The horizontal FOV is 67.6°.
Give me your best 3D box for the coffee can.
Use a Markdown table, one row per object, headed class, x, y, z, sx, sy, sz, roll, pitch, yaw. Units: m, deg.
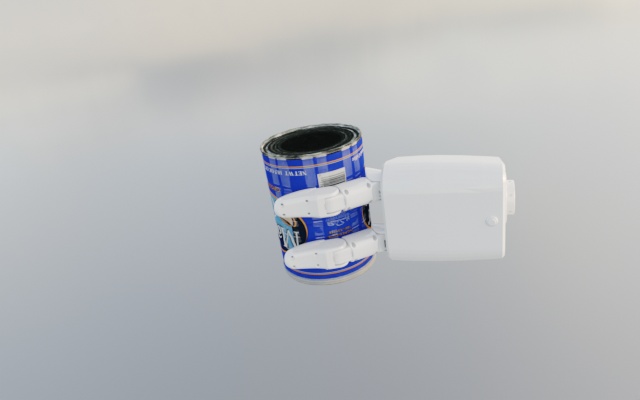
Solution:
| class | x | y | z | sx | sy | sz | roll | pitch | yaw |
| --- | --- | --- | --- | --- | --- | --- | --- | --- | --- |
| coffee can | 0.000 | 0.002 | 0.500 | 0.103 | 0.140 | 0.102 | -8 | 24 | 3 |
